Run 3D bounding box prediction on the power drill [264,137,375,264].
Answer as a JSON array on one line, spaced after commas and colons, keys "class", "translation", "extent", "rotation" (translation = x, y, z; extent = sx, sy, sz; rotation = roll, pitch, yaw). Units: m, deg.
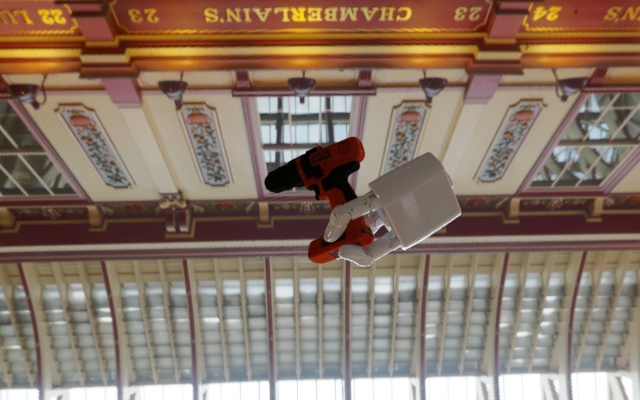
[{"class": "power drill", "translation": [0.000, 0.003, 0.777], "extent": [0.184, 0.187, 0.057], "rotation": [-22, -24, 19]}]
